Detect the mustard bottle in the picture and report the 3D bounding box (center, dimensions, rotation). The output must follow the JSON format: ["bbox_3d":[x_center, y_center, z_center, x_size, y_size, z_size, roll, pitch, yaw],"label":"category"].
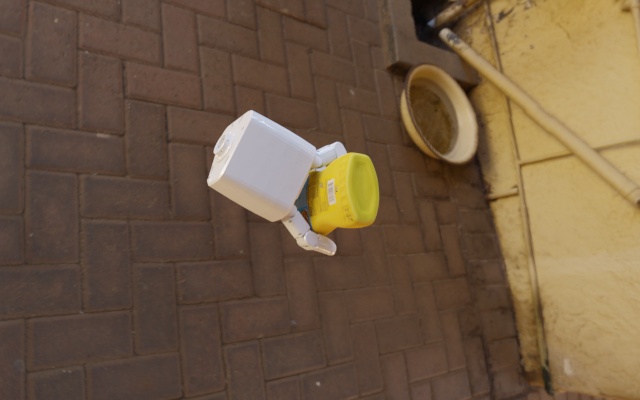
[{"bbox_3d":[0.001,0.002,0.683,0.058,0.096,0.191,3,-13,-36],"label":"mustard bottle"}]
